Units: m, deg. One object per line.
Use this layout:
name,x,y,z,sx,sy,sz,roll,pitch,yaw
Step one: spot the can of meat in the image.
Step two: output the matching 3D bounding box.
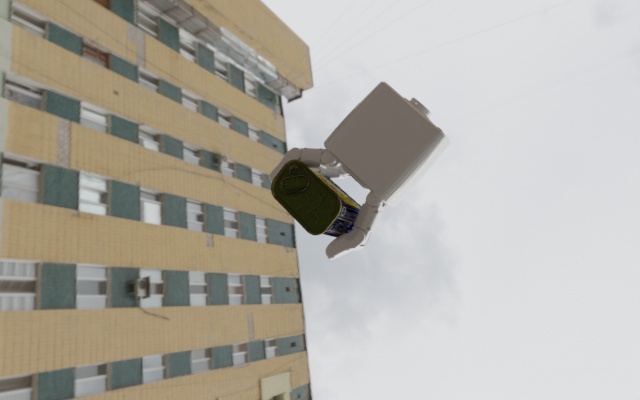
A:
can of meat,0.000,0.002,0.606,0.102,0.057,0.084,43,12,28
